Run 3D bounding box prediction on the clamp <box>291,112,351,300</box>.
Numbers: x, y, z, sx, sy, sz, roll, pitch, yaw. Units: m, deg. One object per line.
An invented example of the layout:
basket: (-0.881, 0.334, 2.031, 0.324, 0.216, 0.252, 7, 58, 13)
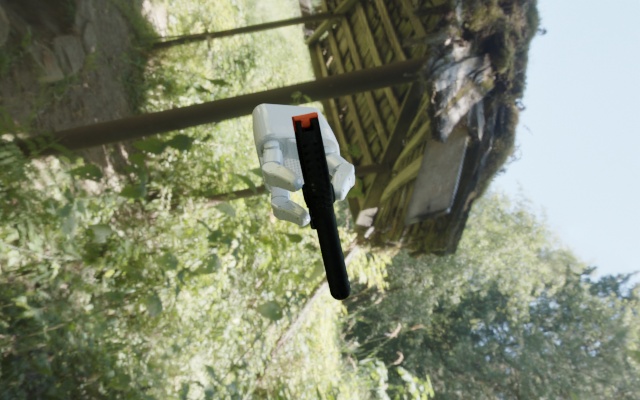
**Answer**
clamp: (0.001, 0.001, 0.561, 0.036, 0.210, 0.164, -13, 38, -5)
